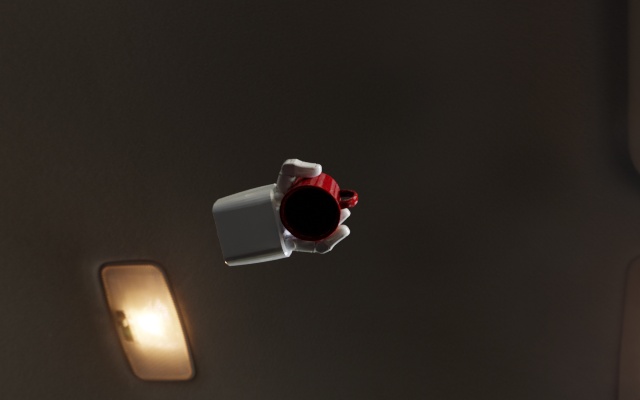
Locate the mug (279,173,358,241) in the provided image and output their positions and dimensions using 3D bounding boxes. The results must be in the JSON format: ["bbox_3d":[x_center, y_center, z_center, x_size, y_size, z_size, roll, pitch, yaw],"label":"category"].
[{"bbox_3d":[0.002,0.002,0.745,0.117,0.093,0.081,-11,21,12],"label":"mug"}]
